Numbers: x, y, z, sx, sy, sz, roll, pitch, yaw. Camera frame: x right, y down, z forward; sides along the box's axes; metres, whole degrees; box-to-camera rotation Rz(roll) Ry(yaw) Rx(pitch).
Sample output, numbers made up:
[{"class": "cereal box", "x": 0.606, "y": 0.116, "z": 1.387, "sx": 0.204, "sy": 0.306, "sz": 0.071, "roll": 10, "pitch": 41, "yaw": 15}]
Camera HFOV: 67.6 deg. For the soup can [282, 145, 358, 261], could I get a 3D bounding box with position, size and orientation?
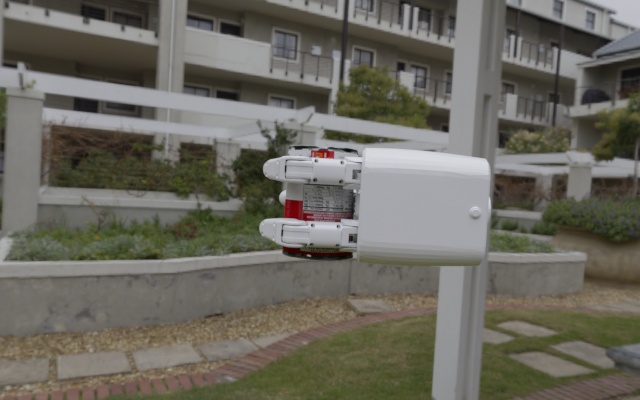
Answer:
[{"class": "soup can", "x": 0.000, "y": 0.001, "z": 0.454, "sx": 0.068, "sy": 0.102, "sz": 0.068, "roll": 3, "pitch": 2, "yaw": 0}]
